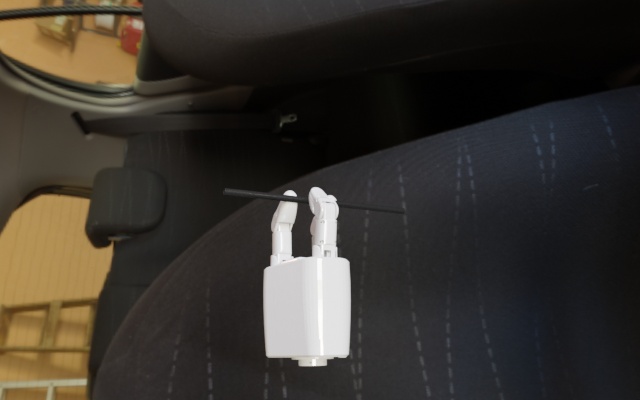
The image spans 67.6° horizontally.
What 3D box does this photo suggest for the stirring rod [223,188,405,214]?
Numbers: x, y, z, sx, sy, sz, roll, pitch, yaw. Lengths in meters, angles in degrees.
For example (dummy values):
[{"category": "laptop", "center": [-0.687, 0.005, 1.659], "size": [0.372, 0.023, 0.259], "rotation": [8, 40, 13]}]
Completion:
[{"category": "stirring rod", "center": [0.000, 0.002, 0.592], "size": [0.239, 0.011, 0.011], "rotation": [6, -3, -23]}]
